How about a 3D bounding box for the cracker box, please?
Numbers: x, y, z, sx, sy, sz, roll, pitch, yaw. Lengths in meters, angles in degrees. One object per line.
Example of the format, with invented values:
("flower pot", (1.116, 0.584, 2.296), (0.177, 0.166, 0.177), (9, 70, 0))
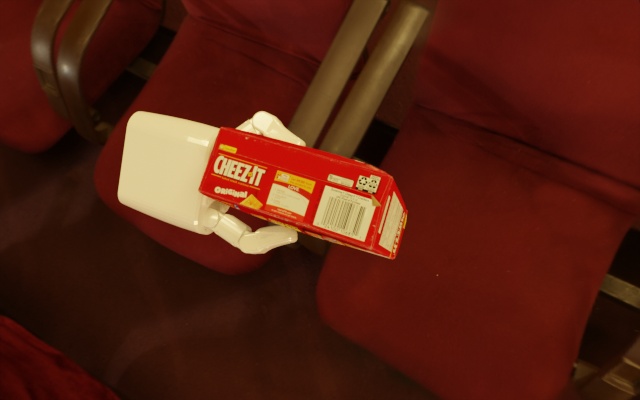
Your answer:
("cracker box", (0.000, 0.002, 0.498), (0.164, 0.072, 0.214), (17, -4, 16))
